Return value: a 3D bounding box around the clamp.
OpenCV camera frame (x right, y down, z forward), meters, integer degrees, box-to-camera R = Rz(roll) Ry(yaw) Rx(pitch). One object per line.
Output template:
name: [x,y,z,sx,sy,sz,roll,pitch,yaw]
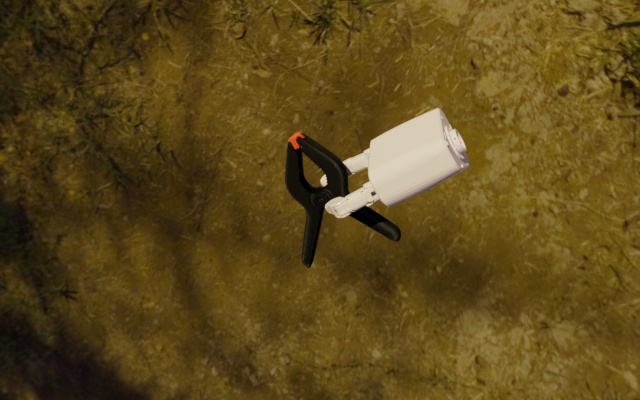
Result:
clamp: [0.000,0.002,0.707,0.164,0.210,0.036,-27,13,23]
